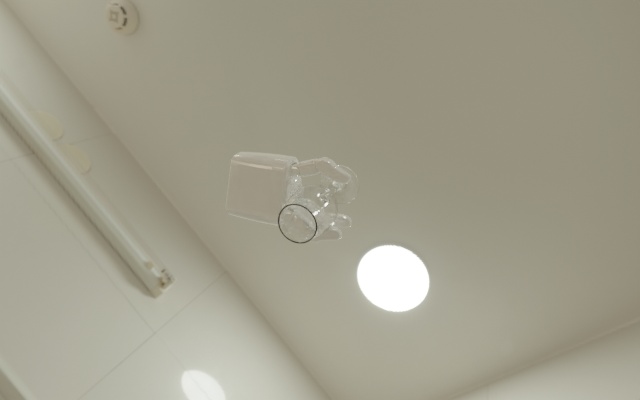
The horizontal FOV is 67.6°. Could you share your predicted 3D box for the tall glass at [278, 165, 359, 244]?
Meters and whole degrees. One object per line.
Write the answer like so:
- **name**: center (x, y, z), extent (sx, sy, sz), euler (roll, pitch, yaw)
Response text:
- **tall glass**: center (0.000, 0.002, 0.775), extent (0.079, 0.079, 0.201), euler (0, 19, 21)
